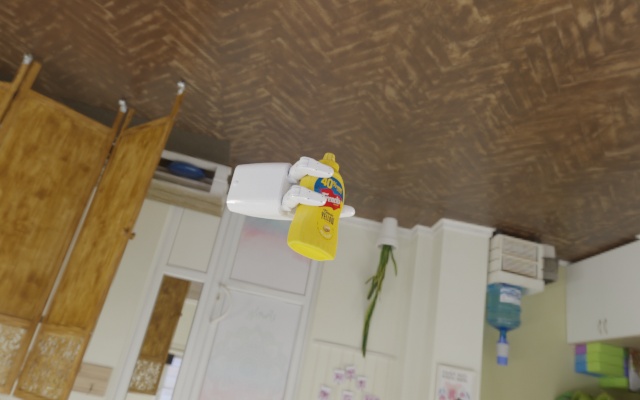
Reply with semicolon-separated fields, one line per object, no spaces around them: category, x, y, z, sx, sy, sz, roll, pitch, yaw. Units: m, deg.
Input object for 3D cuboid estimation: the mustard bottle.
mustard bottle;0.000;0.003;0.841;0.058;0.191;0.096;-12;-32;42
